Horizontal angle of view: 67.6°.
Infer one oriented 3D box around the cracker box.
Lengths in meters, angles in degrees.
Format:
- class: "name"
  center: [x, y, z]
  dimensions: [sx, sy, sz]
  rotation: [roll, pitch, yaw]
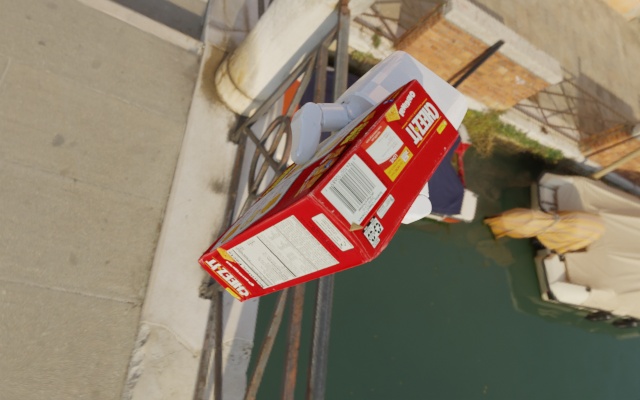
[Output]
- class: "cracker box"
  center: [0.000, 0.001, 0.434]
  dimensions: [0.214, 0.072, 0.164]
  rotation: [-29, 16, 52]
